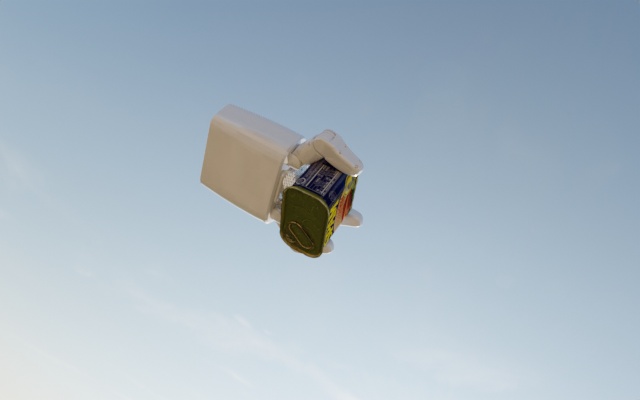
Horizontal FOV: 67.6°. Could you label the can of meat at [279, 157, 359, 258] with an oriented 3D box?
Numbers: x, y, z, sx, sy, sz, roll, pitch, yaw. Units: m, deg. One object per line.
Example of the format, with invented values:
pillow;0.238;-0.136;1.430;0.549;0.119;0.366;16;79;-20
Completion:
can of meat;0.000;0.002;0.550;0.057;0.102;0.084;26;49;15
